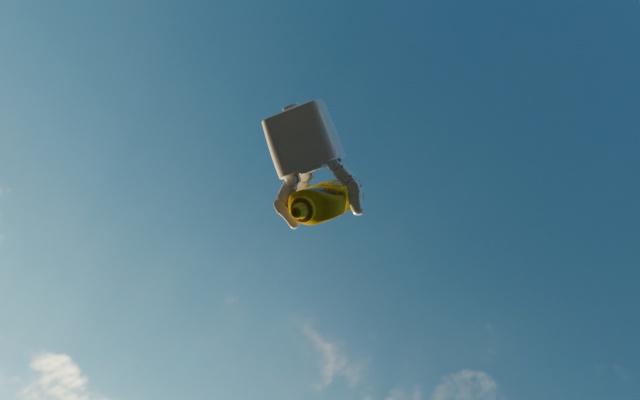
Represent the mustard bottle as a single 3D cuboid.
[{"bbox_3d":[0.000,0.003,0.812,0.096,0.058,0.191,7,12,23],"label":"mustard bottle"}]
